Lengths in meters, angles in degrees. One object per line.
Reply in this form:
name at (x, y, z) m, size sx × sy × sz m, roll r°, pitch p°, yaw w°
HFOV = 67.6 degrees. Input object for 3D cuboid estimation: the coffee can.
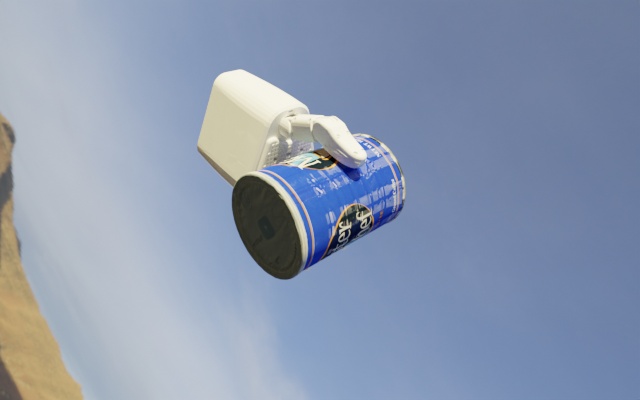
coffee can at (0.000, 0.002, 0.469) m, size 0.140 × 0.103 × 0.103 m, roll -25°, pitch 15°, yaw -37°
